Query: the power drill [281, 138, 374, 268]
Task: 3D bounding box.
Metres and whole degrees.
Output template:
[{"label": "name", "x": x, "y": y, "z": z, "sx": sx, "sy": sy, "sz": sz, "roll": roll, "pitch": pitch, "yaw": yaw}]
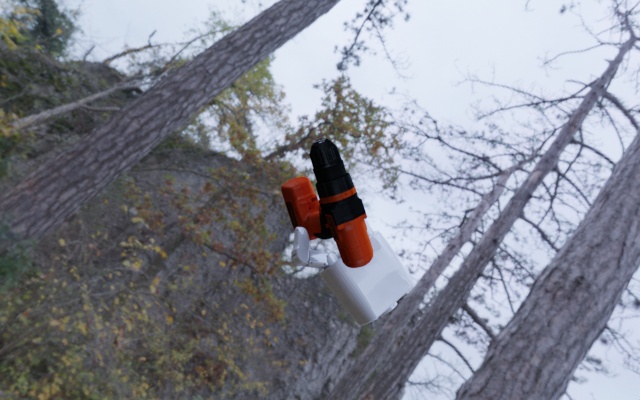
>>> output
[{"label": "power drill", "x": 0.000, "y": 0.003, "z": 0.713, "sx": 0.057, "sy": 0.184, "sz": 0.187, "roll": -20, "pitch": 10, "yaw": -20}]
